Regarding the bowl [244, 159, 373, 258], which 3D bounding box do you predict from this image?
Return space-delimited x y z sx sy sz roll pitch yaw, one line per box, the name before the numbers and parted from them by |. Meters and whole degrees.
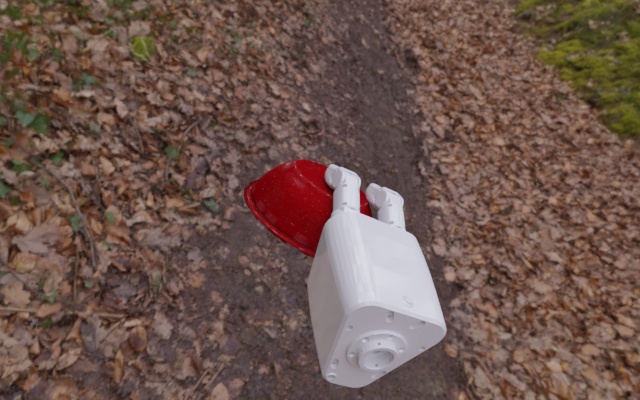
bowl | 0.000 0.001 0.527 0.162 0.055 0.162 26 20 -10
